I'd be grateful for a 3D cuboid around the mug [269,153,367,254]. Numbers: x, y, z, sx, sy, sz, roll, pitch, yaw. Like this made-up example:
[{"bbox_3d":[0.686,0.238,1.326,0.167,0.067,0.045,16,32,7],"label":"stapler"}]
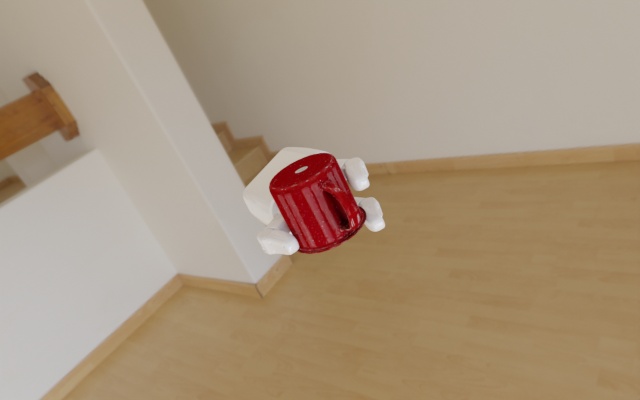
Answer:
[{"bbox_3d":[0.001,0.002,0.525,0.093,0.081,0.117,-35,25,-20],"label":"mug"}]
